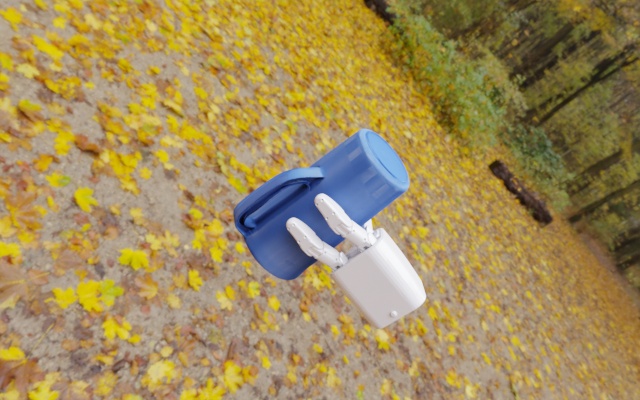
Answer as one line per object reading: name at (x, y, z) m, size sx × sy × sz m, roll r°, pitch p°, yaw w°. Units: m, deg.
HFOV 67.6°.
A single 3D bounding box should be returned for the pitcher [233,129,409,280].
pitcher at (0.000, 0.002, 0.705) m, size 0.243 × 0.145 × 0.149 m, roll -38°, pitch 2°, yaw 25°
